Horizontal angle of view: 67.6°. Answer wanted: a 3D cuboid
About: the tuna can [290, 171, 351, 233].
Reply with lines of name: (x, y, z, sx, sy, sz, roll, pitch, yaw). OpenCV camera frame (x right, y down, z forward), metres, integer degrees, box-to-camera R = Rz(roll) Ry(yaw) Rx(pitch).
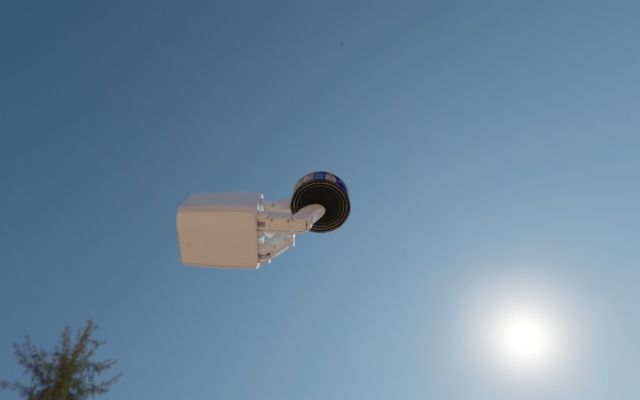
tuna can: (0.000, 0.002, 0.690, 0.086, 0.086, 0.033, 0, 28, 1)
